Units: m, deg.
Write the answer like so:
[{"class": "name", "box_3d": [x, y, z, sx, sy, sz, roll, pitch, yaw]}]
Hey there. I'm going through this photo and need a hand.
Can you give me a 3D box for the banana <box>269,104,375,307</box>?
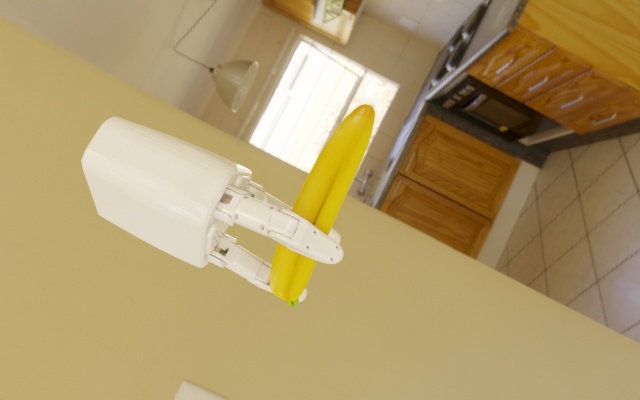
[{"class": "banana", "box_3d": [-0.003, 0.006, 0.406, 0.037, 0.198, 0.069, 24, 7, 2]}]
